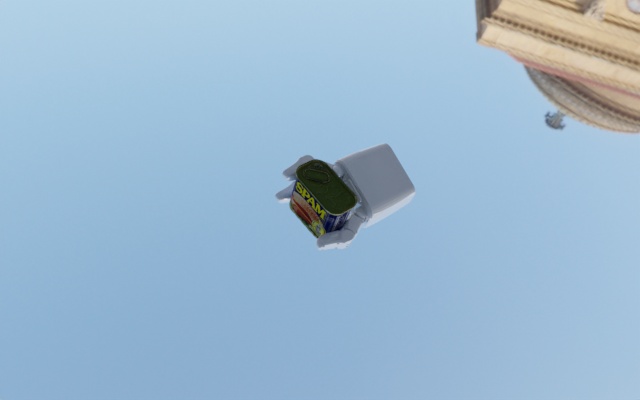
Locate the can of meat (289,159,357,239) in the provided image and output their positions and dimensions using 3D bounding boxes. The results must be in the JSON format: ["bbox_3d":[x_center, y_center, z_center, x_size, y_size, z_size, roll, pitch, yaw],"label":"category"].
[{"bbox_3d":[0.000,0.003,0.734,0.057,0.102,0.084,-29,-24,-31],"label":"can of meat"}]
